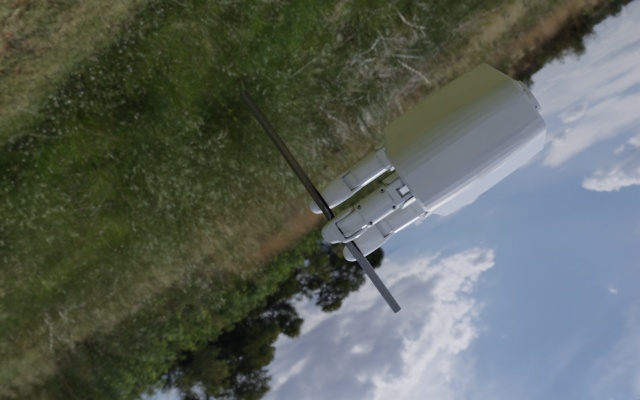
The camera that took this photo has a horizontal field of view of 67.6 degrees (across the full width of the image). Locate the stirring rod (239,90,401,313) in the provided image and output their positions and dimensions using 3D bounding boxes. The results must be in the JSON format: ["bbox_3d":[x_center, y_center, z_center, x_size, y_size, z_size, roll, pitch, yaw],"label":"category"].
[{"bbox_3d":[0.000,0.001,0.430,0.011,0.239,0.011,-35,1,0],"label":"stirring rod"}]
